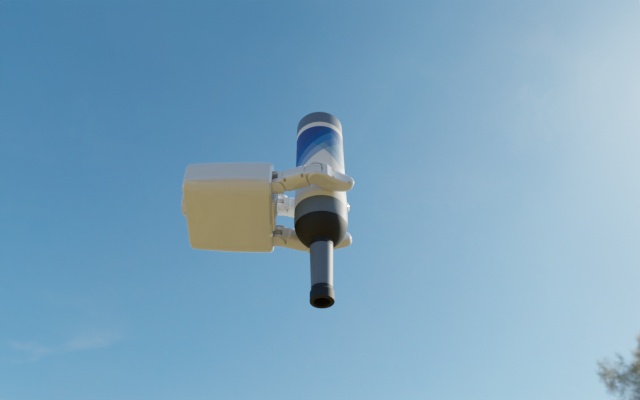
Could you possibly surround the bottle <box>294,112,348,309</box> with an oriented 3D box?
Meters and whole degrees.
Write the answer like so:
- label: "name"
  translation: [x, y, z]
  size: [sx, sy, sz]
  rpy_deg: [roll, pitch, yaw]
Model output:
- label: "bottle"
  translation: [0.000, 0.002, 0.614]
  size: [0.069, 0.295, 0.069]
  rpy_deg: [-1, -43, 0]
